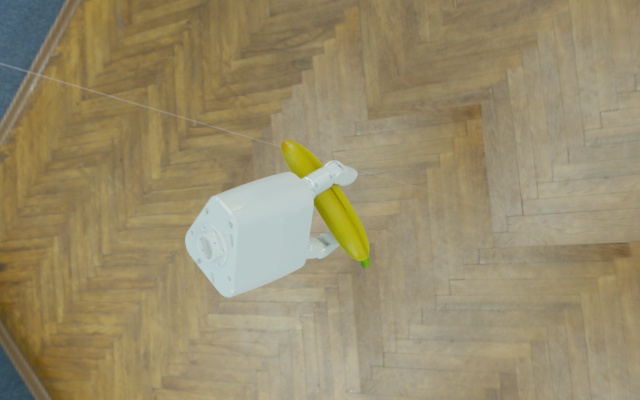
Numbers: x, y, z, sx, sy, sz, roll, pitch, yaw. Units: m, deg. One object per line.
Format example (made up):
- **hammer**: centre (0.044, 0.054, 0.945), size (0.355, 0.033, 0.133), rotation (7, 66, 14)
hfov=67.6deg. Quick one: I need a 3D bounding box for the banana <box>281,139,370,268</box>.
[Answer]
- **banana**: centre (0.006, 0.000, 0.594), size (0.037, 0.198, 0.070), rotation (-30, -5, -19)
